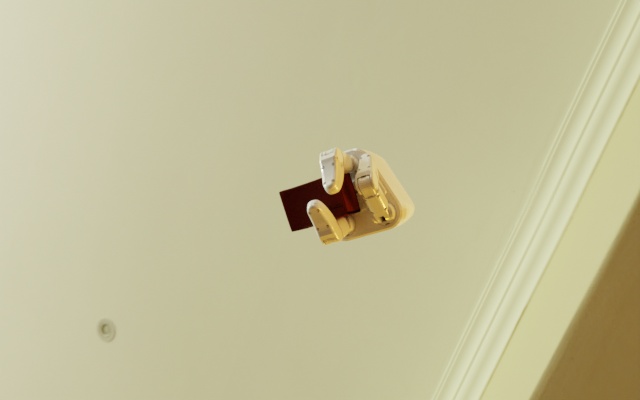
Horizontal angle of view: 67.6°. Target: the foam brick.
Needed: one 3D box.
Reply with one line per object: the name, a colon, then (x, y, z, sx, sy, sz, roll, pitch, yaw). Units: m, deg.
foam brick: (0.000, 0.002, 0.583, 0.078, 0.053, 0.051, -17, -3, 21)
